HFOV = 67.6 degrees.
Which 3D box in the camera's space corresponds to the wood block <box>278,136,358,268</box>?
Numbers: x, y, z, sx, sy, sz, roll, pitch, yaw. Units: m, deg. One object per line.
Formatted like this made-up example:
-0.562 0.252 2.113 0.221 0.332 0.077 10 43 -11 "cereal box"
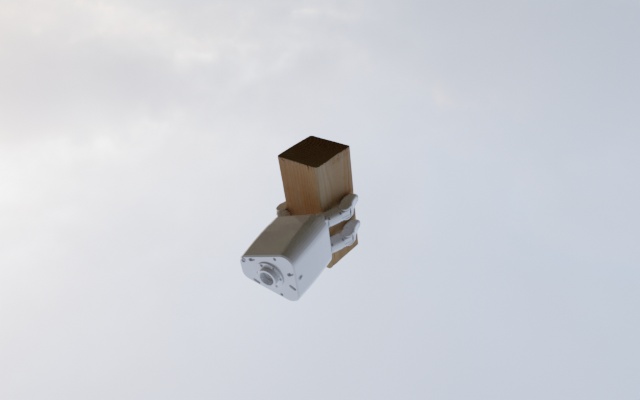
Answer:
0.000 0.003 0.842 0.091 0.206 0.090 20 42 36 "wood block"
